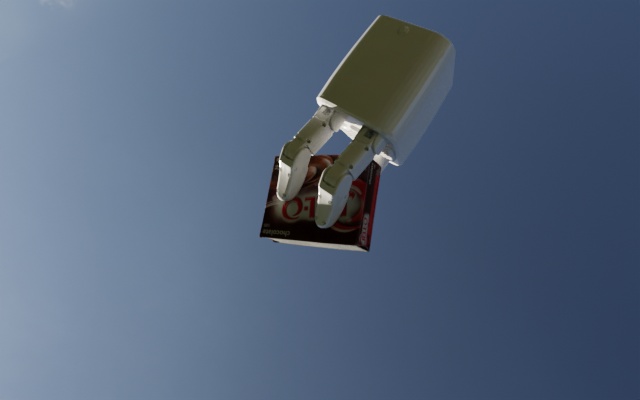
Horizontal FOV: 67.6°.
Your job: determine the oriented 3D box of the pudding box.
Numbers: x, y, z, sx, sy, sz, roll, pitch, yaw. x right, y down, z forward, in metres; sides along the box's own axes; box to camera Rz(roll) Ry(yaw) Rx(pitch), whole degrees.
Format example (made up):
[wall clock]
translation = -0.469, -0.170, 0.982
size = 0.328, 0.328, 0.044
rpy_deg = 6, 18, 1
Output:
[pudding box]
translation = 0.000, 0.002, 0.484
size = 0.113, 0.090, 0.039
rpy_deg = 1, -17, 30
